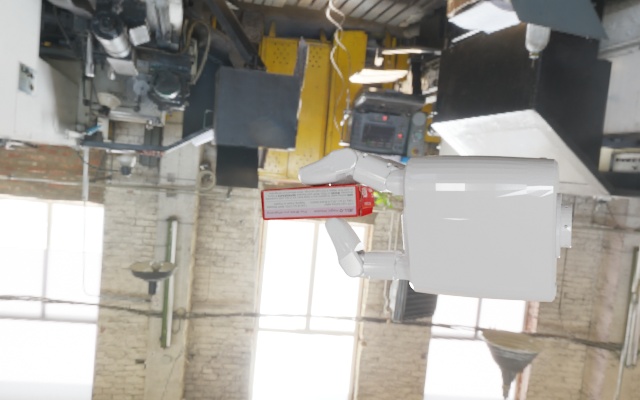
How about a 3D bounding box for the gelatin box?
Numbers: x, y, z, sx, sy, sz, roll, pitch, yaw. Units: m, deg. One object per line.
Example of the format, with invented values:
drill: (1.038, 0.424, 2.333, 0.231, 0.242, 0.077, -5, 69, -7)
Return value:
gelatin box: (0.000, 0.002, 0.434, 0.089, 0.030, 0.073, -4, -1, 14)
